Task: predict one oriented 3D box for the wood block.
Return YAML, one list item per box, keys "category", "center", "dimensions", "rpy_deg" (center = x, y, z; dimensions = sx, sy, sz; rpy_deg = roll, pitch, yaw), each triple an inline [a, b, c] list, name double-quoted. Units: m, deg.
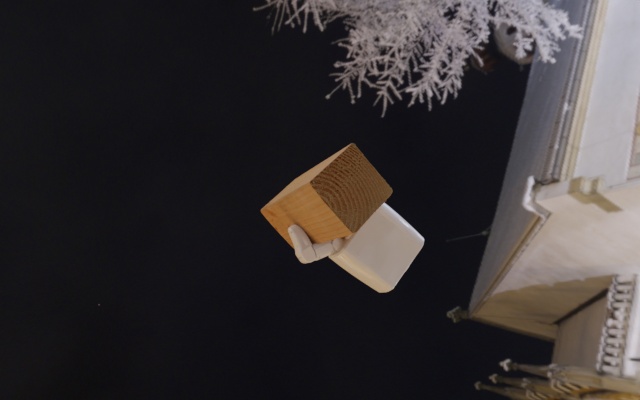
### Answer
- category: "wood block"
  center: [0.000, 0.003, 0.707]
  dimensions: [0.090, 0.090, 0.206]
  rpy_deg: [-45, 9, -26]
